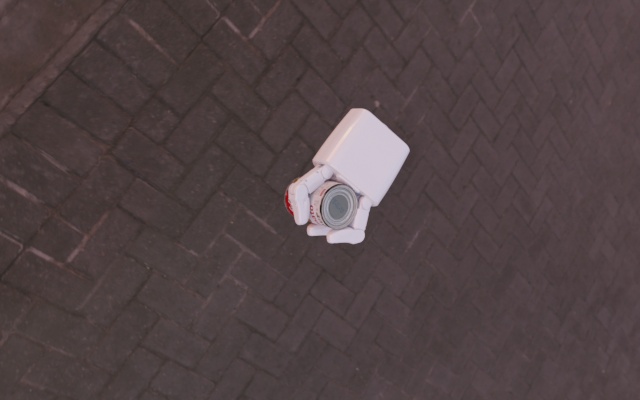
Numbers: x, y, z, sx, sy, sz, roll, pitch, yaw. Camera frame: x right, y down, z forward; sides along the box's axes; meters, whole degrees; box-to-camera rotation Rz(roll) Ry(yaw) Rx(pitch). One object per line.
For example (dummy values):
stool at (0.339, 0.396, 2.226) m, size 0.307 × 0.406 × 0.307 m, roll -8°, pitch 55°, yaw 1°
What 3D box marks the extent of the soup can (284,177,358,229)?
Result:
soup can at (0.000, 0.003, 0.721) m, size 0.068 × 0.068 × 0.102 m, roll 0°, pitch 8°, yaw -35°
